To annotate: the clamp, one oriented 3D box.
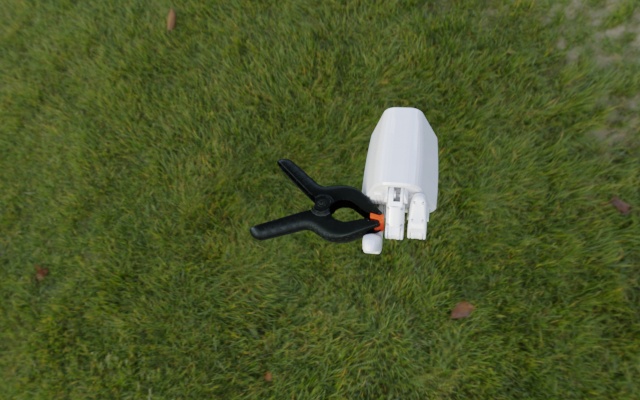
[{"bbox_3d":[0.000,0.002,0.624,0.171,0.120,0.039,5,-20,8],"label":"clamp"}]
